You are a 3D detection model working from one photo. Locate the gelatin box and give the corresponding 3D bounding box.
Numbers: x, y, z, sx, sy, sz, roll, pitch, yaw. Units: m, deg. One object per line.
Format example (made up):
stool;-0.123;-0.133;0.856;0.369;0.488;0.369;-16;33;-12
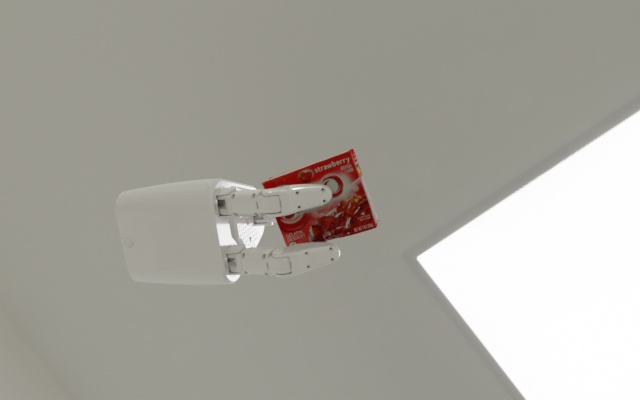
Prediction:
gelatin box;0.000;0.001;0.440;0.089;0.073;0.030;-18;8;14
